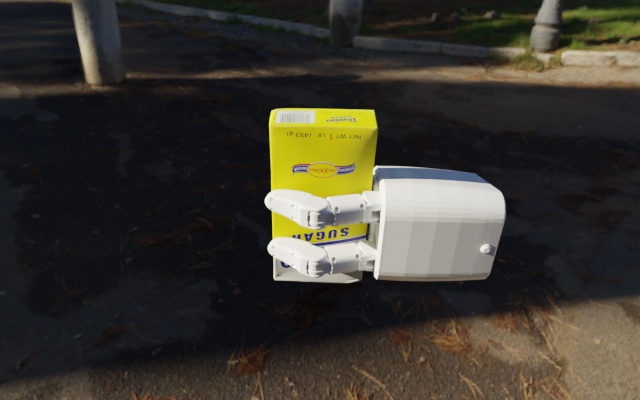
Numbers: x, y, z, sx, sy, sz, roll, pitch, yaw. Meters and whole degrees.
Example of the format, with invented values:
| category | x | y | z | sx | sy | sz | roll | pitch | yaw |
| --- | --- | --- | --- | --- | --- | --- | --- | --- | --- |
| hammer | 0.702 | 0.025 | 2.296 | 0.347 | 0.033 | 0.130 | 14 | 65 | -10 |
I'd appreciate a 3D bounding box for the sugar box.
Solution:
| category | x | y | z | sx | sy | sz | roll | pitch | yaw |
| --- | --- | --- | --- | --- | --- | --- | --- | --- | --- |
| sugar box | 0.000 | 0.002 | 0.456 | 0.093 | 0.176 | 0.048 | 2 | 31 | 0 |
